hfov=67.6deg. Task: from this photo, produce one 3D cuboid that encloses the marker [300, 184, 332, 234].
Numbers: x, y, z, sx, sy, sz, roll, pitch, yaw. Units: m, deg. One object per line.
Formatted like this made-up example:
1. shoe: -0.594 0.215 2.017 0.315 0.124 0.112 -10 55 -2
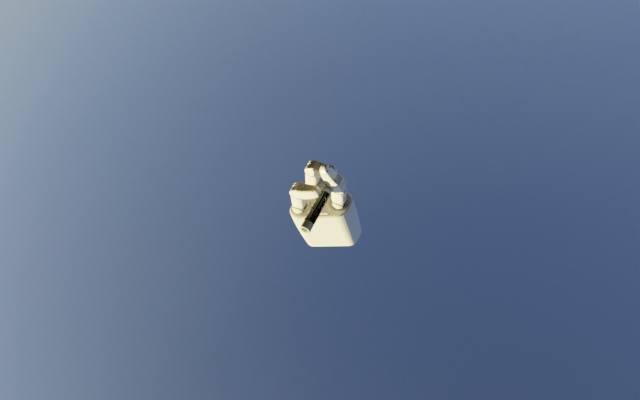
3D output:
1. marker: 0.000 0.003 0.805 0.020 0.121 0.020 22 -30 13
